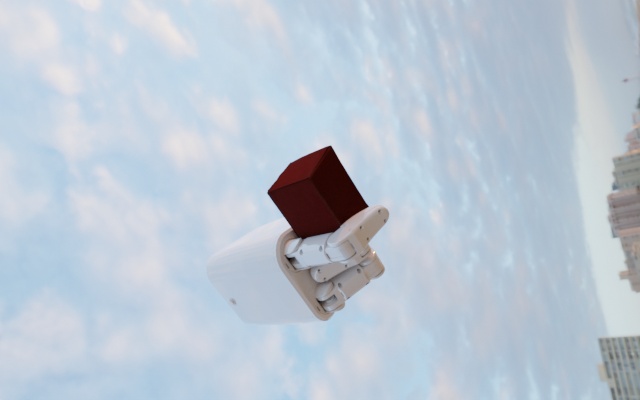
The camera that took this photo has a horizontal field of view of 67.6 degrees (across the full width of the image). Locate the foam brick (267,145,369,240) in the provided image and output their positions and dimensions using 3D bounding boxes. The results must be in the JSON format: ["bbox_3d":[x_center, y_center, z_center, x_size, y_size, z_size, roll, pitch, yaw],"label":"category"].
[{"bbox_3d":[0.000,0.001,0.430,0.051,0.078,0.053,-16,27,36],"label":"foam brick"}]
